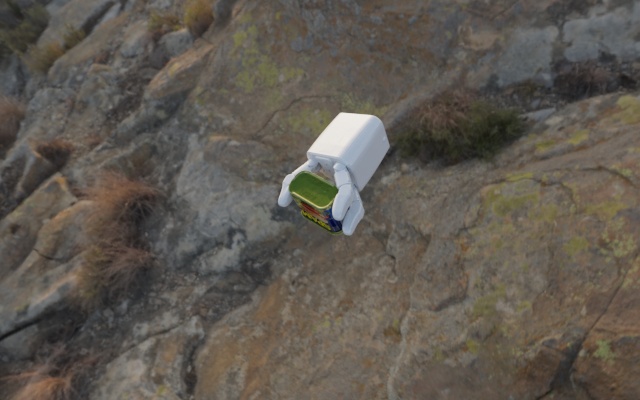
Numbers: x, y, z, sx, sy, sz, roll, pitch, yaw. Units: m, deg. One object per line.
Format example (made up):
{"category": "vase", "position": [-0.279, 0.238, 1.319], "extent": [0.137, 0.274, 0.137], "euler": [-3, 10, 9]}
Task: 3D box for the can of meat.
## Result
{"category": "can of meat", "position": [0.000, 0.003, 0.823], "extent": [0.102, 0.057, 0.084], "euler": [29, -18, 33]}
